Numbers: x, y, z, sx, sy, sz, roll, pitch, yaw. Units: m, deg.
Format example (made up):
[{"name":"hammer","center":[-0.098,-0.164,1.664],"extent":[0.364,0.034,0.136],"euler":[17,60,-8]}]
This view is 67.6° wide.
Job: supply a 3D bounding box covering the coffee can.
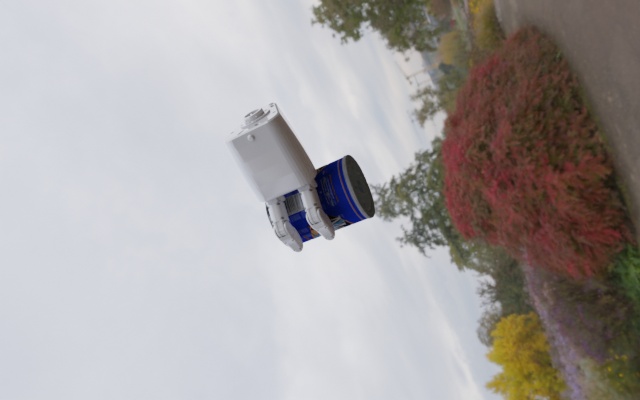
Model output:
[{"name":"coffee can","center":[0.000,0.002,0.742],"extent":[0.140,0.103,0.103],"euler":[-22,-7,18]}]
